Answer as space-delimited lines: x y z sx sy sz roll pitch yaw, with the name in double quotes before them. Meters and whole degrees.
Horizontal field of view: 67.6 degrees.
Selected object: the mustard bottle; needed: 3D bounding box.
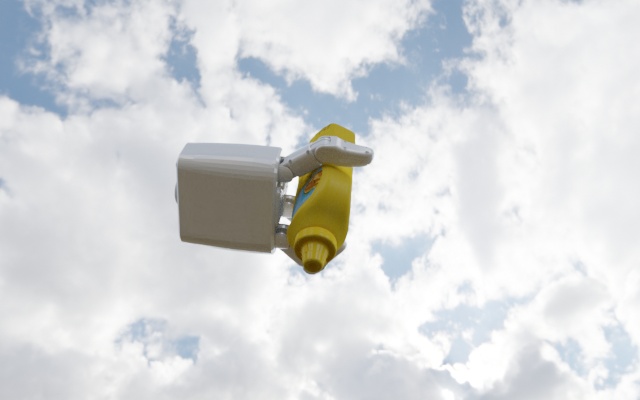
"mustard bottle" 0.000 0.002 0.510 0.058 0.096 0.191 25 36 -13
